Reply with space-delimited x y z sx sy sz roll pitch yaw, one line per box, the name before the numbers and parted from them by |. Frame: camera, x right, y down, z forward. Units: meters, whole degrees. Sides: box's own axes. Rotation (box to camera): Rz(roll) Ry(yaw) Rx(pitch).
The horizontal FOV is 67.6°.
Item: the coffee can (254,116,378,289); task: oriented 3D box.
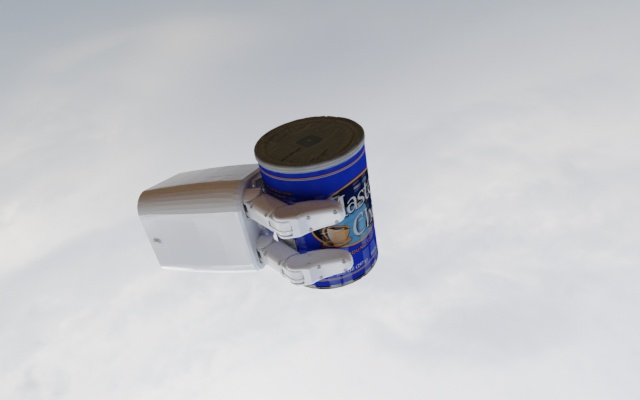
coffee can | 0.000 0.001 0.473 0.103 0.140 0.102 -8 32 5
